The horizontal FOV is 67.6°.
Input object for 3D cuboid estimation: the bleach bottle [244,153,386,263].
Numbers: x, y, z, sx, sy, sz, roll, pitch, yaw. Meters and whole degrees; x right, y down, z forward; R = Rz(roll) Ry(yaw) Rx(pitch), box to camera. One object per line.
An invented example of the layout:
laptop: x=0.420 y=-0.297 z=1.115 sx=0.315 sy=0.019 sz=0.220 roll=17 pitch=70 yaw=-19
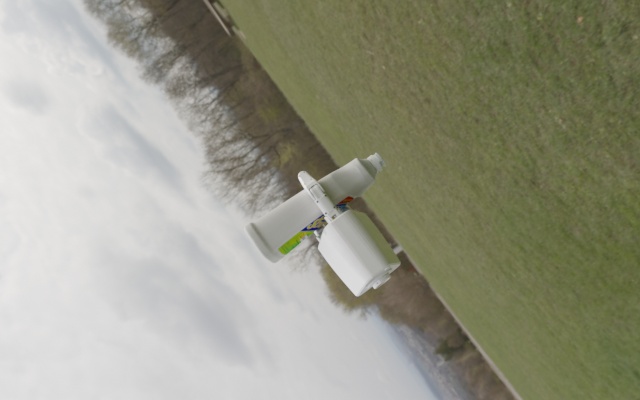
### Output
bleach bottle: x=0.000 y=0.003 z=0.791 sx=0.251 sy=0.068 sz=0.102 roll=-37 pitch=-17 yaw=-3
